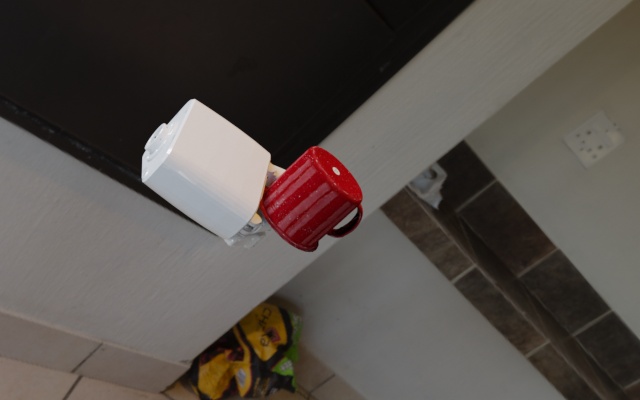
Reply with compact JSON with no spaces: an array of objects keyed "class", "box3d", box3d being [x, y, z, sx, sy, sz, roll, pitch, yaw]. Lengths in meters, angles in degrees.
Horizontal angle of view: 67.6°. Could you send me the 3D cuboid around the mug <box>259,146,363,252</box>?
[{"class":"mug","box3d":[0.001,0.002,0.529,0.117,0.081,0.093,36,22,-29]}]
